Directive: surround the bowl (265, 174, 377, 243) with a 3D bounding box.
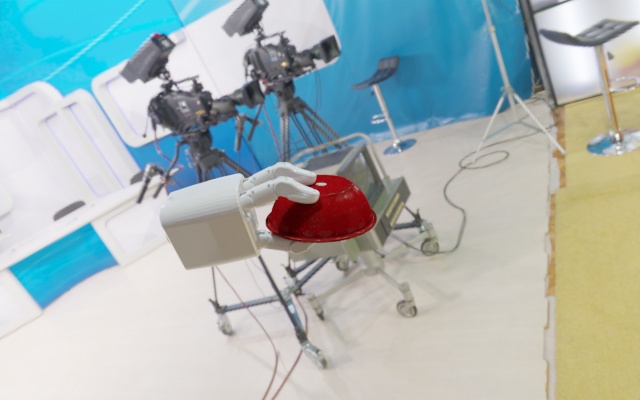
[{"bbox_3d":[0.001,0.002,0.681,0.162,0.055,0.162,-1,20,1],"label":"bowl"}]
